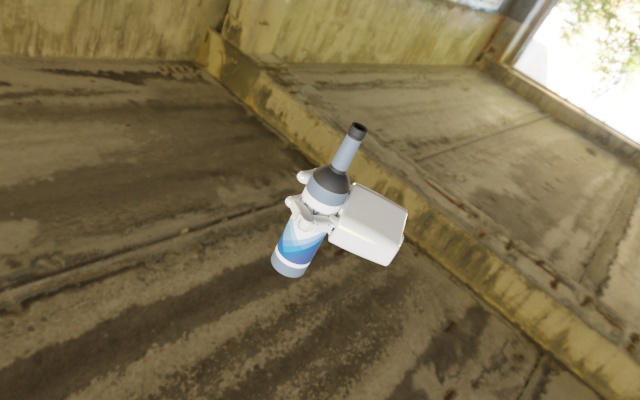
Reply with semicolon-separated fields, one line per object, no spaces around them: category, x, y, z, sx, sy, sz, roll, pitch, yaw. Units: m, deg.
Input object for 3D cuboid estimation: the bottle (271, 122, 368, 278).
bottle;0.000;0.003;0.786;0.069;0.296;0.069;20;32;-13
